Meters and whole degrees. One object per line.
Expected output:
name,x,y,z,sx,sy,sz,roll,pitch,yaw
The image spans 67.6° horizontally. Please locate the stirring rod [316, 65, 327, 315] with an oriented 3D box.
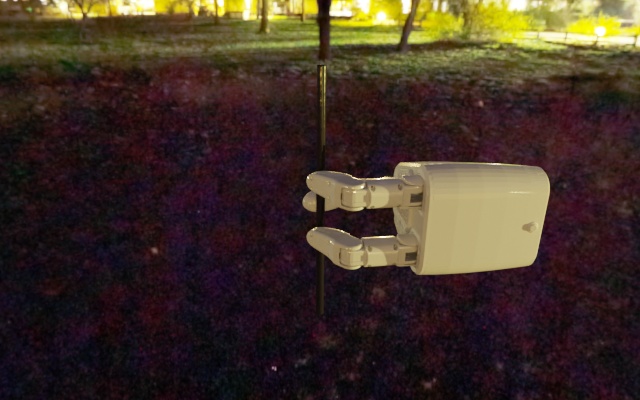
stirring rod,0.000,0.001,0.433,0.011,0.240,0.011,0,23,0
